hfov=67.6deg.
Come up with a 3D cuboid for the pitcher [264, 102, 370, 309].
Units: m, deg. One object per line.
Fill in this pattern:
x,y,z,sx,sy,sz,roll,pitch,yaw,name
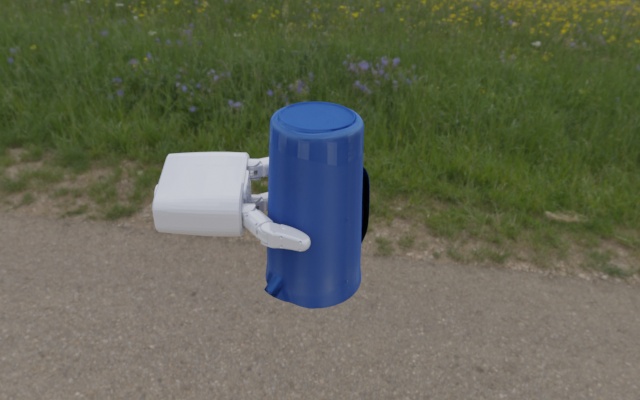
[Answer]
0.000,0.002,0.612,0.145,0.243,0.149,2,31,-1,pitcher
